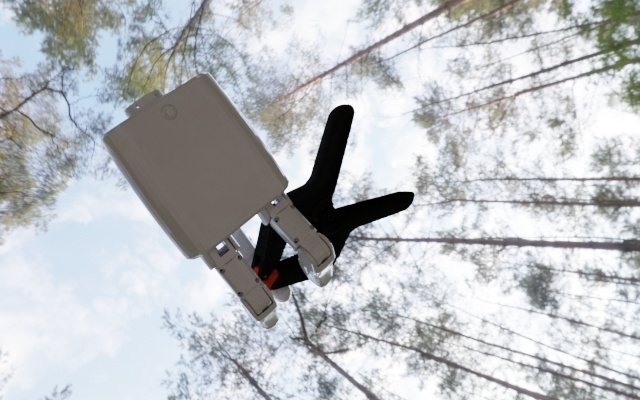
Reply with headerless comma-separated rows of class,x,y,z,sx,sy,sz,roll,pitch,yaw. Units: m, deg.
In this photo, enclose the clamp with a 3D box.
clamp,0.000,0.002,0.416,0.171,0.120,0.039,-39,17,-21
